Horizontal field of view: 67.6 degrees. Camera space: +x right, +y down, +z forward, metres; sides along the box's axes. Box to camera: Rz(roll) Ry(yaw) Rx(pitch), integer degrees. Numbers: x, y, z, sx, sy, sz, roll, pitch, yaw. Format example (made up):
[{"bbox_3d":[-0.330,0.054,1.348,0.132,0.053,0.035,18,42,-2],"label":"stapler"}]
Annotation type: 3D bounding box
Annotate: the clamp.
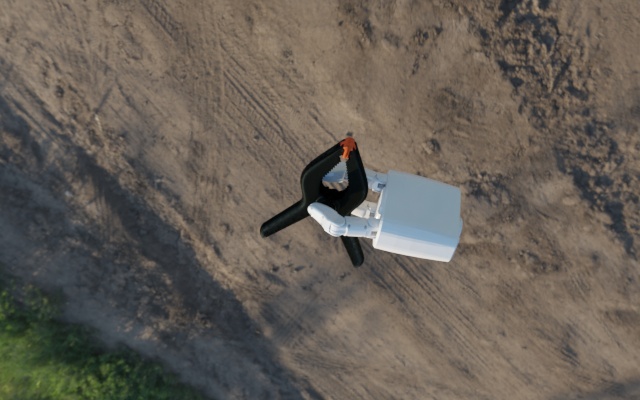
[{"bbox_3d":[0.000,0.002,0.676,0.164,0.210,0.036,12,37,1],"label":"clamp"}]
